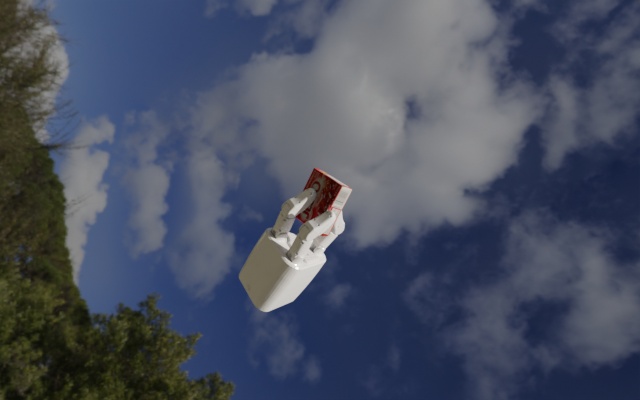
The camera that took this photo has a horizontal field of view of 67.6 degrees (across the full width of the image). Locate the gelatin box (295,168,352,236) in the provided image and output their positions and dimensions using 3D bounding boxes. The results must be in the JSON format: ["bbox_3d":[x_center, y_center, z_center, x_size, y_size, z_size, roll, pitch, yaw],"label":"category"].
[{"bbox_3d":[0.001,0.002,0.773,0.030,0.089,0.073,18,13,-47],"label":"gelatin box"}]
